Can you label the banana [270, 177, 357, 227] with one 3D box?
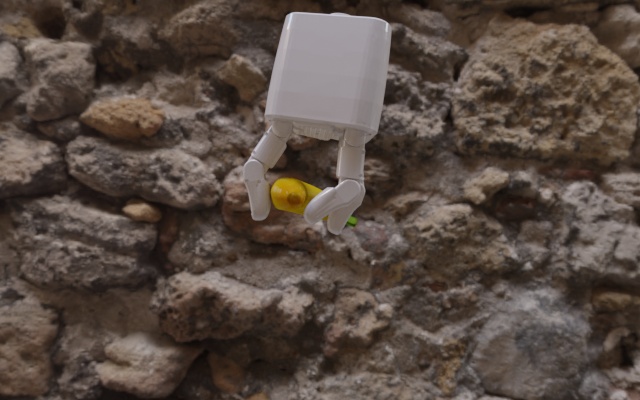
[{"bbox_3d":[-0.016,-0.001,0.530,0.069,0.037,0.198,12,-3,22],"label":"banana"}]
